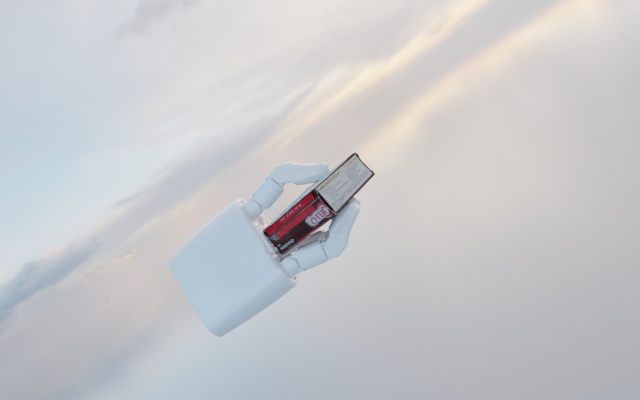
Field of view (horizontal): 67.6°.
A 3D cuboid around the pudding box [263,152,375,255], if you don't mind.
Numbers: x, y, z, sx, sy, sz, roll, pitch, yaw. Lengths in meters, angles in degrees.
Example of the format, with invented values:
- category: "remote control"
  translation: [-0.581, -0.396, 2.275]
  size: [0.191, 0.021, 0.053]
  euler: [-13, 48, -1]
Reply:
- category: "pudding box"
  translation: [0.000, 0.002, 0.518]
  size: [0.090, 0.039, 0.113]
  euler: [-37, 5, 36]
